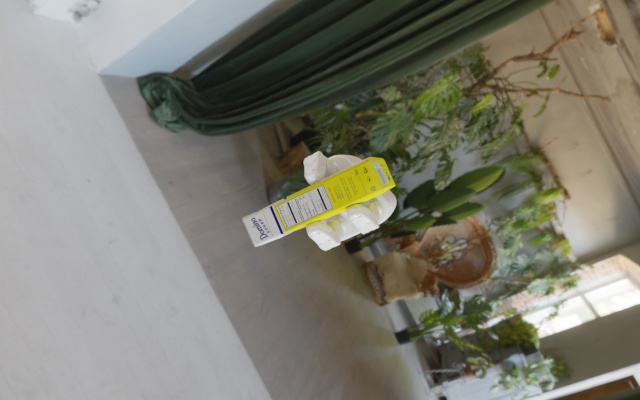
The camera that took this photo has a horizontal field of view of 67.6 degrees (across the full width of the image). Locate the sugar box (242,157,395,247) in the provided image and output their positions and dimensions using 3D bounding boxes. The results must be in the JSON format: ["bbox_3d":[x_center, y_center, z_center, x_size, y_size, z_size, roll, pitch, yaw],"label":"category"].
[{"bbox_3d":[0.000,0.002,0.597,0.176,0.048,0.093,-27,-5,18],"label":"sugar box"}]
